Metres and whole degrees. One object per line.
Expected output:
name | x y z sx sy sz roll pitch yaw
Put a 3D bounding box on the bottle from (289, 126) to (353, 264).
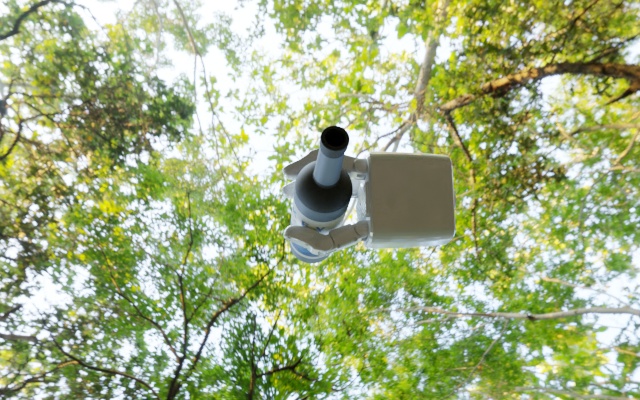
bottle | 0.000 0.002 0.574 0.069 0.069 0.296 0 -24 -6
